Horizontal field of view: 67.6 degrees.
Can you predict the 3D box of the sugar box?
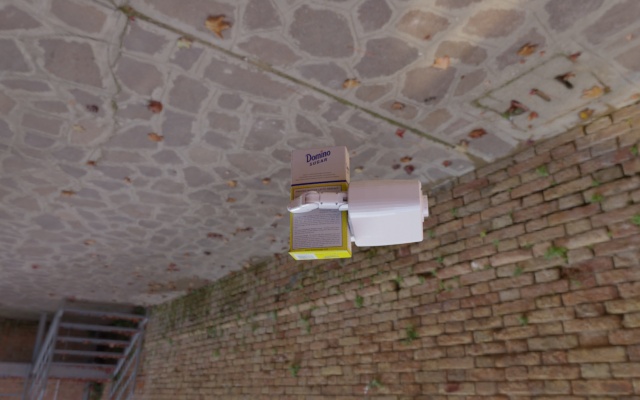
[{"bbox_3d":[0.000,0.003,0.761,0.093,0.176,0.048,-4,-23,12],"label":"sugar box"}]
